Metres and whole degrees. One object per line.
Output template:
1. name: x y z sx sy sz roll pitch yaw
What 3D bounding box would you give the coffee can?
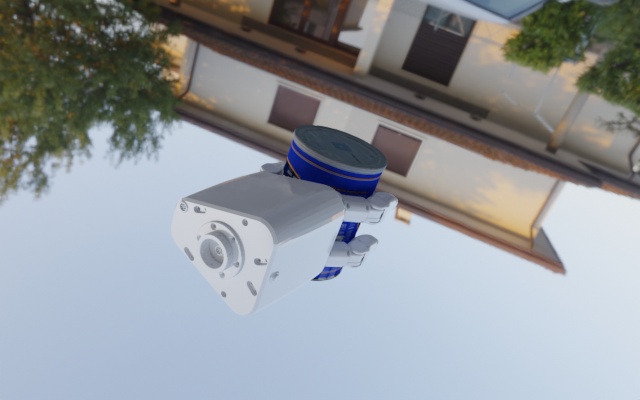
1. coffee can: 0.000 0.002 0.526 0.103 0.140 0.102 17 25 -8
